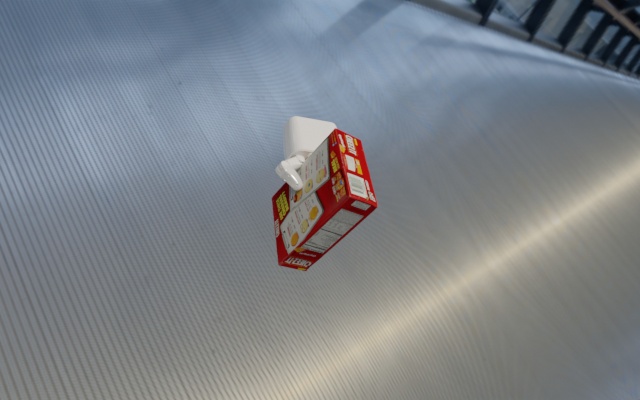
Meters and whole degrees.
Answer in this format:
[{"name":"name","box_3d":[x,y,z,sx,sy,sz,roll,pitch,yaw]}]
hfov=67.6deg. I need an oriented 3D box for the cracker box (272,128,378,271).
[{"name":"cracker box","box_3d":[0.000,0.003,0.862,0.072,0.164,0.214,20,-48,-31]}]
